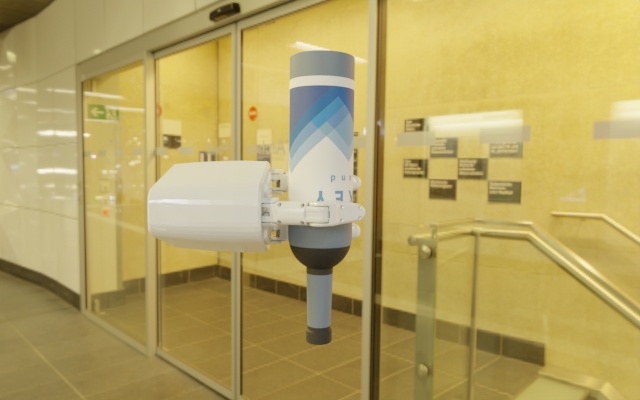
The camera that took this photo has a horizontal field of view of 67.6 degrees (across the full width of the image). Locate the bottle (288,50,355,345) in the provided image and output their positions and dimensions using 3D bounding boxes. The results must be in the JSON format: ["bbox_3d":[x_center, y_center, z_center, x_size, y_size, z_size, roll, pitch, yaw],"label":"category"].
[{"bbox_3d":[0.000,0.001,0.496,0.069,0.296,0.069,1,4,0],"label":"bottle"}]
